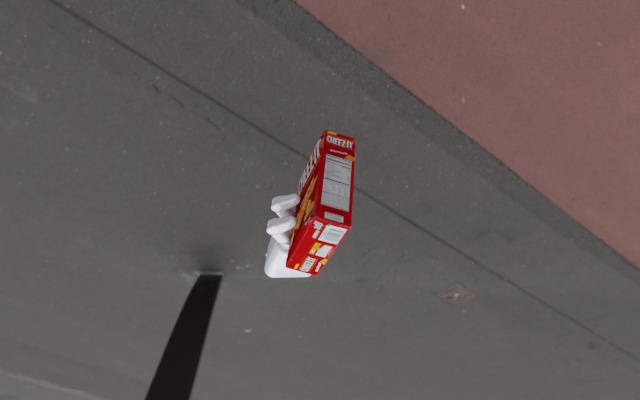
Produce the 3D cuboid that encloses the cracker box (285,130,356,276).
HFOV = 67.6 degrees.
[{"bbox_3d":[0.000,0.003,0.874,0.072,0.213,0.164,17,-42,-12],"label":"cracker box"}]
